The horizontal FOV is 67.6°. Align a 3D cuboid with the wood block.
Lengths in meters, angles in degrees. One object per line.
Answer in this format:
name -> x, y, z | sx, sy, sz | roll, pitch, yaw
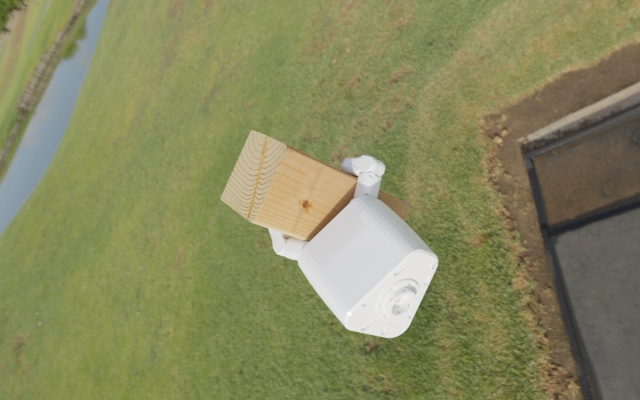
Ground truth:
wood block -> 0.000, 0.002, 0.582 | 0.206, 0.091, 0.090 | 23, 4, -38
